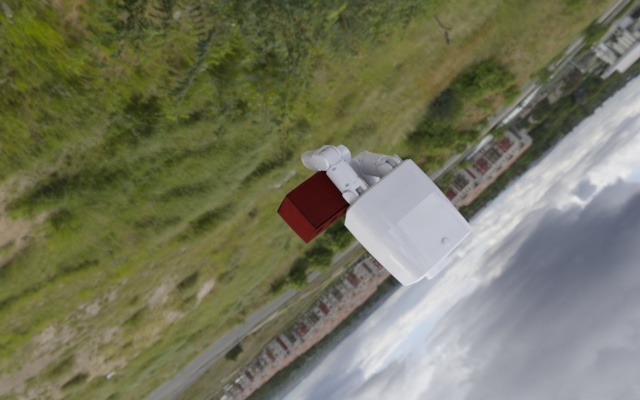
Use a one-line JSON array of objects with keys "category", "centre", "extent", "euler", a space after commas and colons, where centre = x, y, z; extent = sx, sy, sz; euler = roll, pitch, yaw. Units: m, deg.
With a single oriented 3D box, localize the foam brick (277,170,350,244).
[{"category": "foam brick", "centre": [0.000, 0.002, 0.539], "extent": [0.078, 0.051, 0.053], "euler": [-37, -8, -24]}]
